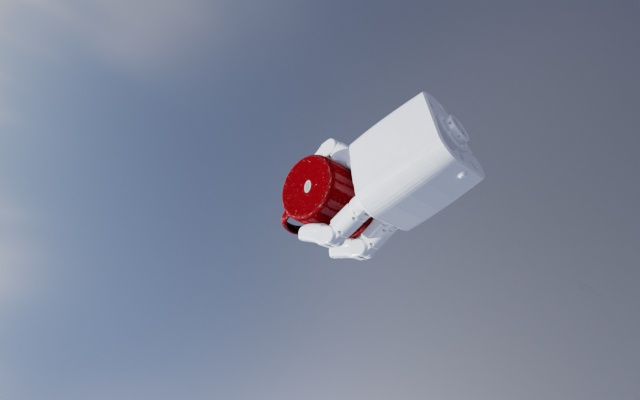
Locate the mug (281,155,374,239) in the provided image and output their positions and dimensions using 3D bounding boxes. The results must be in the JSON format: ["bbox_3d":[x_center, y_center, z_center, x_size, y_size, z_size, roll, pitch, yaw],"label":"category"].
[{"bbox_3d":[-0.001,0.003,0.579,0.117,0.093,0.081,-38,-40,26],"label":"mug"}]
